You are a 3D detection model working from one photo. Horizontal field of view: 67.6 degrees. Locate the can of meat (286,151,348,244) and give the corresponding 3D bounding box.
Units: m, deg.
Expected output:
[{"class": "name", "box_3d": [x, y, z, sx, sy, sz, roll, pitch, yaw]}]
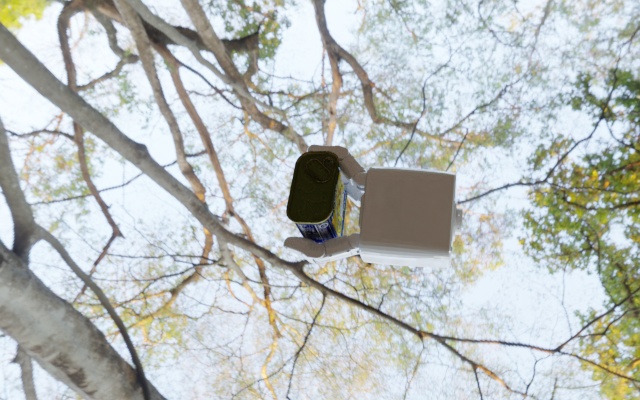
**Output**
[{"class": "can of meat", "box_3d": [0.000, 0.002, 0.612, 0.057, 0.102, 0.084, 0, -29, 15]}]
